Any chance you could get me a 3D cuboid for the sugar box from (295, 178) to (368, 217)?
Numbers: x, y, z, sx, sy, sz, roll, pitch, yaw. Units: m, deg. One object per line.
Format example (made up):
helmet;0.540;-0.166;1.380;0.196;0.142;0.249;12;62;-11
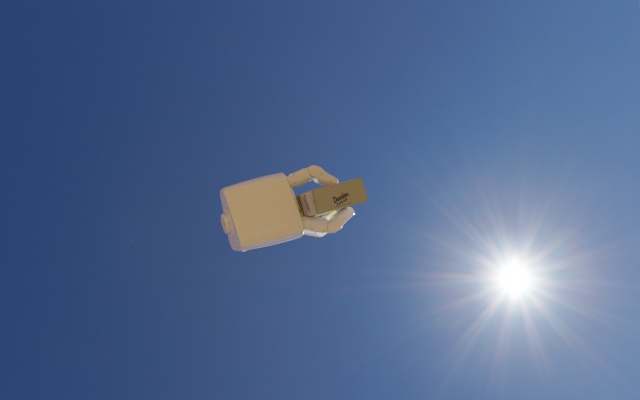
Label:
sugar box;0.000;0.003;0.826;0.093;0.048;0.176;-14;1;-22
